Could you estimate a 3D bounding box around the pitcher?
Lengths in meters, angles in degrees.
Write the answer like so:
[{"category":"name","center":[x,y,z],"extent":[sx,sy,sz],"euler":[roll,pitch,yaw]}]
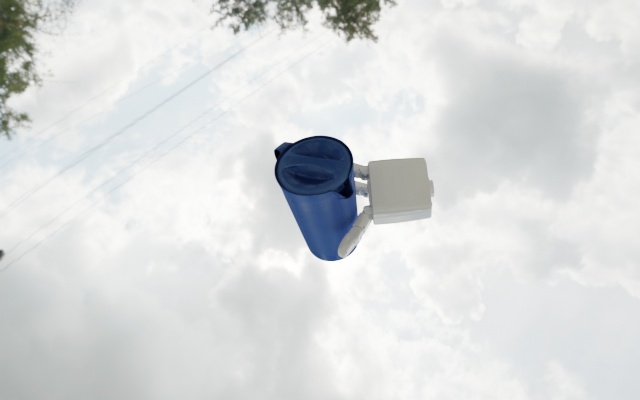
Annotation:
[{"category":"pitcher","center":[0.000,0.003,0.879],"extent":[0.145,0.149,0.243],"euler":[-6,-38,7]}]
